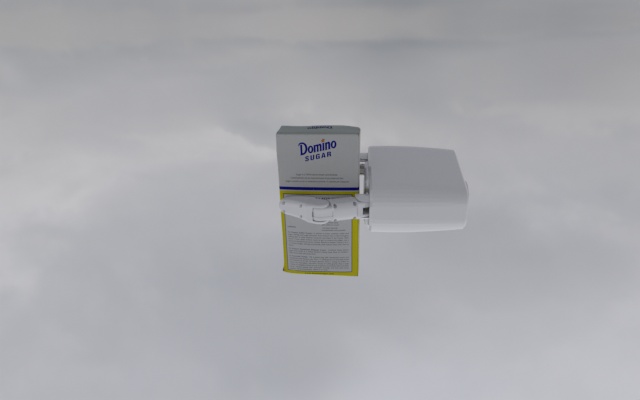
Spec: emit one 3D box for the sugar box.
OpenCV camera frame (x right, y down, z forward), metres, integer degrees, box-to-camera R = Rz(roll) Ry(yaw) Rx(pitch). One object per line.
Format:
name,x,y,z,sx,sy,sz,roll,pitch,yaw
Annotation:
sugar box,0.000,0.002,0.558,0.093,0.176,0.048,2,21,5
